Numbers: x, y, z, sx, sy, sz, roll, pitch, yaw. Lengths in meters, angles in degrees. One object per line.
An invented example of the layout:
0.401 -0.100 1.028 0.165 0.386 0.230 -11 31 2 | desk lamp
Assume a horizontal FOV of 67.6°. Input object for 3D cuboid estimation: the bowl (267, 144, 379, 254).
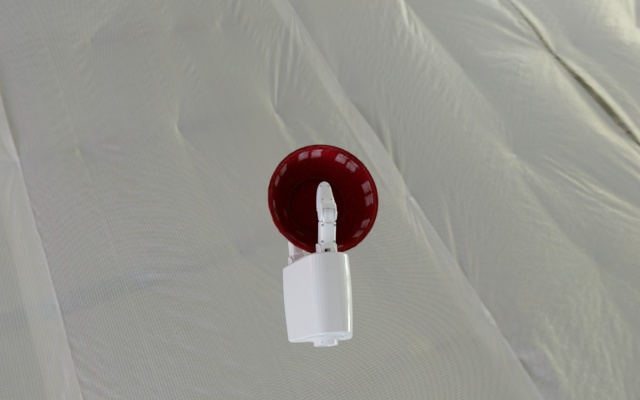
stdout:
0.000 0.001 0.699 0.162 0.162 0.055 0 -12 -13 | bowl
